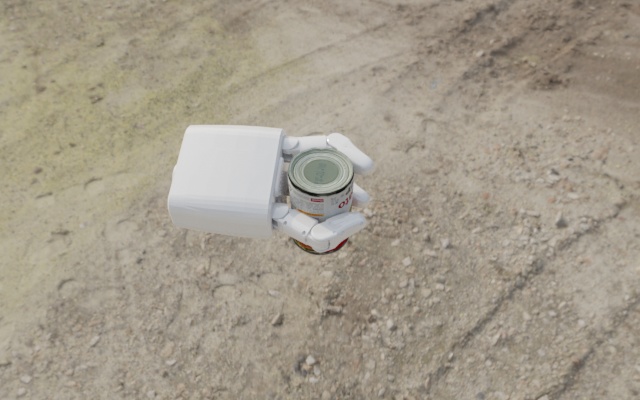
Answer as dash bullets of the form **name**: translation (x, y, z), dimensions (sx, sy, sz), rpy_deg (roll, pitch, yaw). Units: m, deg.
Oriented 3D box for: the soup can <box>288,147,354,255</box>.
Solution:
- **soup can**: translation (0.001, 0.002, 0.508), dimensions (0.068, 0.068, 0.102), rpy_deg (0, -40, 0)
